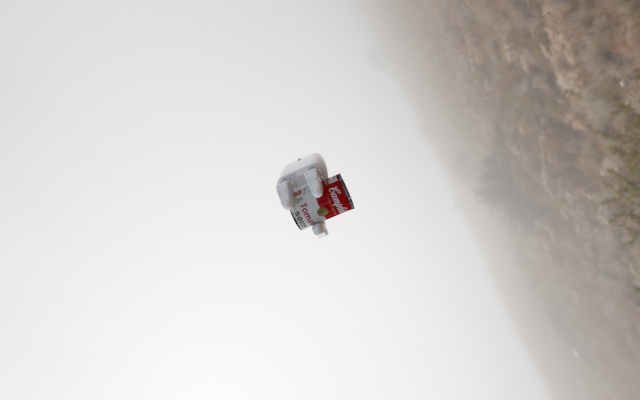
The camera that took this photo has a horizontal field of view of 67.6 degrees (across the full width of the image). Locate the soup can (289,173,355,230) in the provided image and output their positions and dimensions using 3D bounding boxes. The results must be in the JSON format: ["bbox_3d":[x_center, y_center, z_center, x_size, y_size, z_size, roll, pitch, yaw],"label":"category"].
[{"bbox_3d":[0.000,0.003,0.830,0.102,0.068,0.068,-23,-3,7],"label":"soup can"}]
